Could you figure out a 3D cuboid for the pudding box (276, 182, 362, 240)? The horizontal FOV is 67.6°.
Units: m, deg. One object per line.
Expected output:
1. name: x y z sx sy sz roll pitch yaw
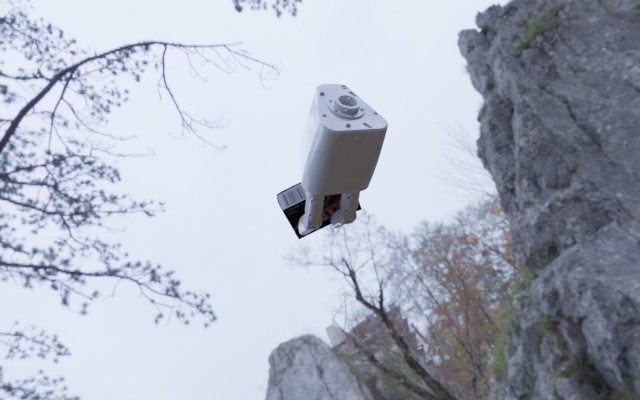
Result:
1. pudding box: 0.000 0.002 0.717 0.113 0.039 0.090 -24 -36 0
